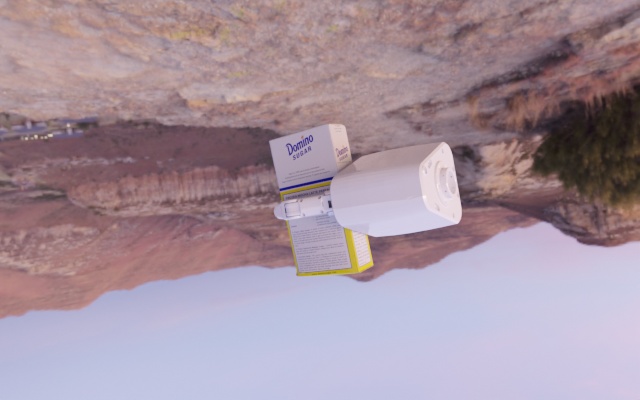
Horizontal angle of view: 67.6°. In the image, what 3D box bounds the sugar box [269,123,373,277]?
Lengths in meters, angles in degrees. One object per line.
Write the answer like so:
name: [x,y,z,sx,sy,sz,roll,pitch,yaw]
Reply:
sugar box: [0.001,0.002,0.584,0.093,0.176,0.048,-10,-1,33]
